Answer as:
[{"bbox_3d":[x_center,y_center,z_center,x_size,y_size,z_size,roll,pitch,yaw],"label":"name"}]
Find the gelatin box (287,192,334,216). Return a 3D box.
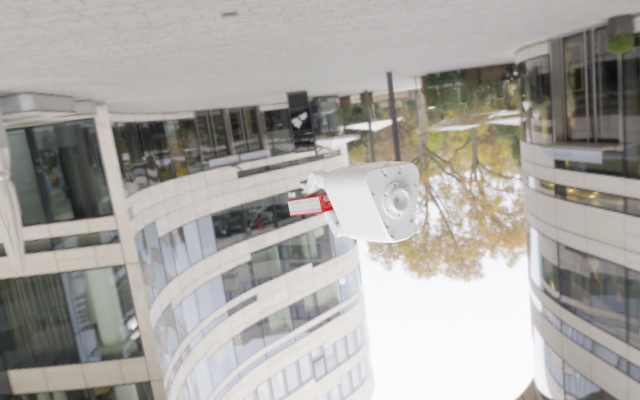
[{"bbox_3d":[0.000,0.003,0.799,0.073,0.030,0.089,-14,3,-41],"label":"gelatin box"}]
